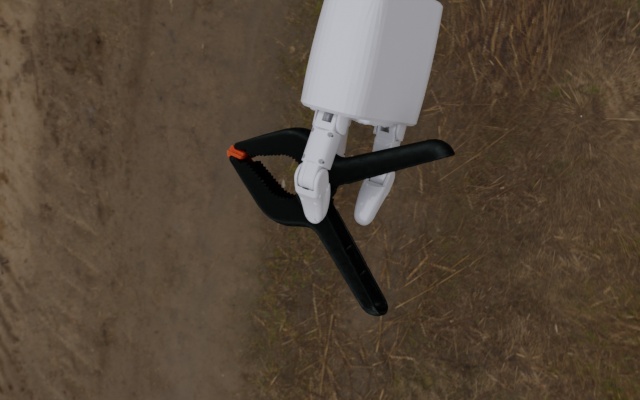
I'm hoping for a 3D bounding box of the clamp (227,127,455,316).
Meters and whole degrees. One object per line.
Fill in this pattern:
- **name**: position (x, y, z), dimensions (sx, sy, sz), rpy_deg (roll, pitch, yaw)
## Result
- **clamp**: position (-0.001, 0.001, 0.440), dimensions (0.210, 0.164, 0.036), rpy_deg (20, 15, 24)
